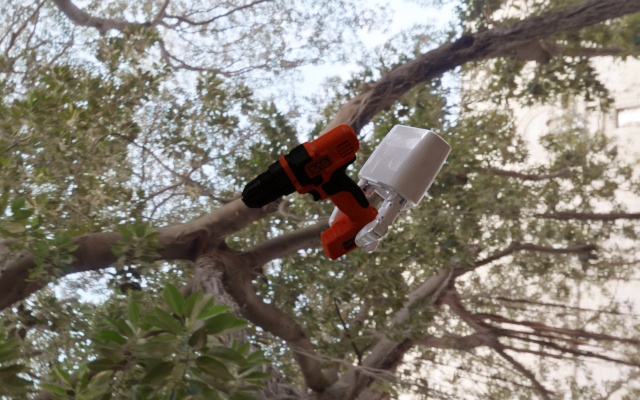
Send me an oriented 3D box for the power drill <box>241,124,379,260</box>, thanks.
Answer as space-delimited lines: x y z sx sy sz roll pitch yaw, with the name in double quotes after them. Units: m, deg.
0.001 0.002 0.707 0.184 0.188 0.057 -30 36 2 "power drill"
